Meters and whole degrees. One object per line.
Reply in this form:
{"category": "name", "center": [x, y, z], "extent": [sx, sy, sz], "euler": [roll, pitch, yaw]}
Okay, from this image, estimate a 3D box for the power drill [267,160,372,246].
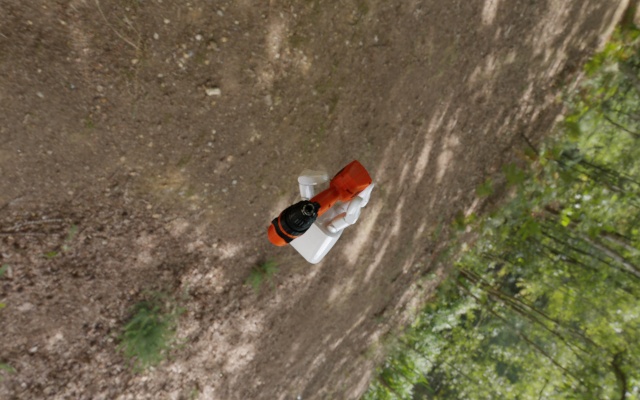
{"category": "power drill", "center": [0.000, 0.003, 0.832], "extent": [0.187, 0.057, 0.184], "euler": [-34, 0, -26]}
